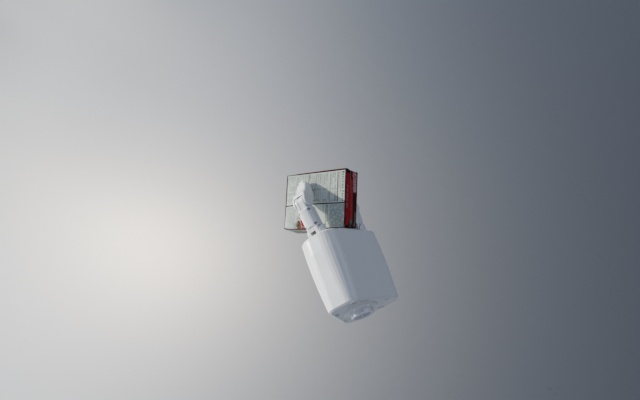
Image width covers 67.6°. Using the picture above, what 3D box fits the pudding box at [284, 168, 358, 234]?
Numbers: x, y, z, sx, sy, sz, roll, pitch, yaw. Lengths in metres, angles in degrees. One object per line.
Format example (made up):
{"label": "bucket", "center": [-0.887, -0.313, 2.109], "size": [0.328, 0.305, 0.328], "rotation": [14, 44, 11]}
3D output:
{"label": "pudding box", "center": [0.000, 0.002, 0.720], "size": [0.113, 0.090, 0.039], "rotation": [-4, -13, 32]}
